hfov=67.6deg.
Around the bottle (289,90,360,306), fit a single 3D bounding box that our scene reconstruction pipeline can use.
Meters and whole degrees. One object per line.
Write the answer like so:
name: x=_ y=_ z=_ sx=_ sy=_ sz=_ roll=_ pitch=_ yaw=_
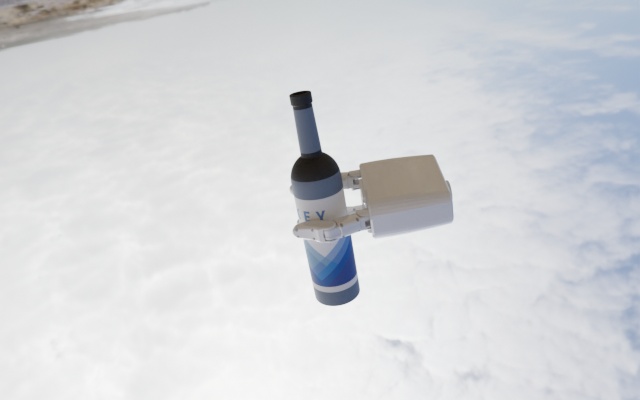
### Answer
bottle: x=0.000 y=0.002 z=0.638 sx=0.069 sy=0.296 sz=0.069 roll=-9 pitch=24 yaw=4
